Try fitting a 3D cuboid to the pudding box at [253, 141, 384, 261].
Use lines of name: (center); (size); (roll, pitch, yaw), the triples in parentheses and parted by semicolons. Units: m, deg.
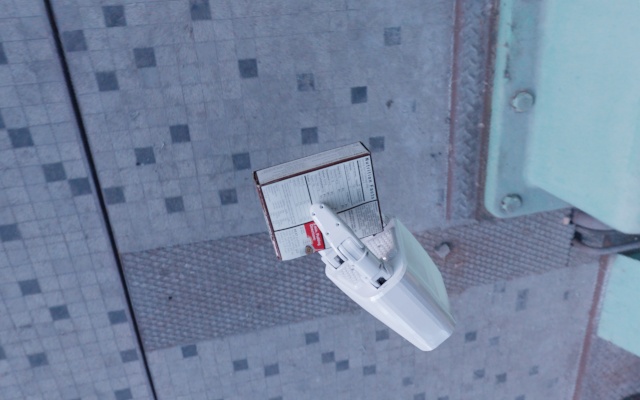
pudding box: (0.000, 0.002, 0.466); (0.113, 0.090, 0.039); (-17, 27, -8)
